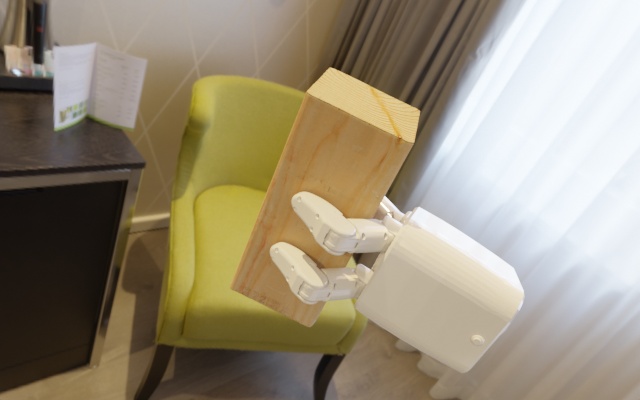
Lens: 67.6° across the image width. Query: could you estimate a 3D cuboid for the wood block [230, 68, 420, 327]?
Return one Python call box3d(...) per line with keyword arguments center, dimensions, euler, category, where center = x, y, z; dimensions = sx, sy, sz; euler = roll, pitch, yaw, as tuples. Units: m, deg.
box3d(center=(0.001, 0.001, 0.433), dimensions=(0.090, 0.206, 0.090), euler=(26, 30, 1), category="wood block")
